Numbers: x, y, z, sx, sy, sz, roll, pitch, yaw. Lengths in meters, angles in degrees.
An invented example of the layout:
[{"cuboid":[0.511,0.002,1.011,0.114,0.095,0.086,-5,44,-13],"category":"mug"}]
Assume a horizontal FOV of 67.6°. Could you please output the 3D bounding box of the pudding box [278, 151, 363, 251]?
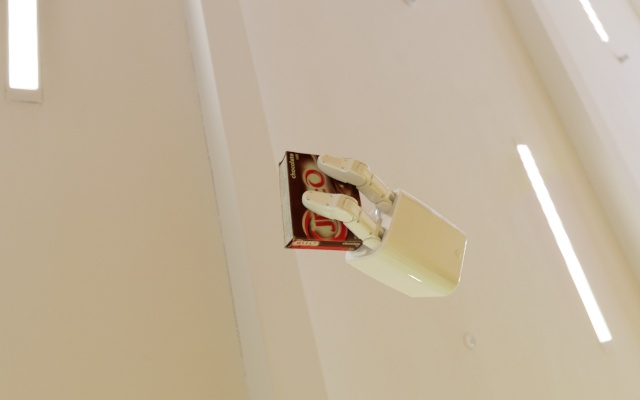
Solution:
[{"cuboid":[0.000,0.002,0.560,0.090,0.113,0.039,5,-29,-24],"category":"pudding box"}]
